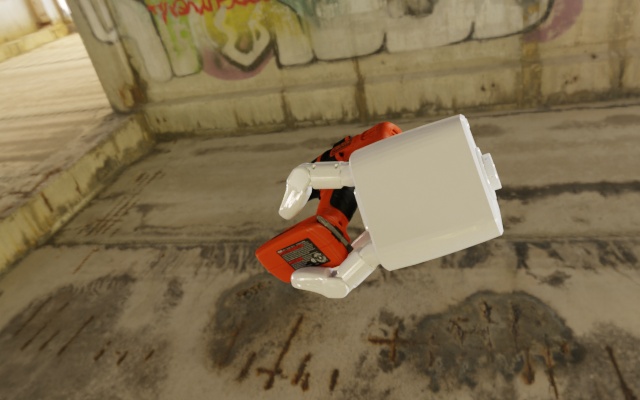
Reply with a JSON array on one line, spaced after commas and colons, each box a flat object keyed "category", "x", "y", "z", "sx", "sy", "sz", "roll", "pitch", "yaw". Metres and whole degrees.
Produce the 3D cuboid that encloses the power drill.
[{"category": "power drill", "x": 0.000, "y": 0.002, "z": 0.545, "sx": 0.057, "sy": 0.187, "sz": 0.184, "roll": 44, "pitch": -43, "yaw": -18}]
